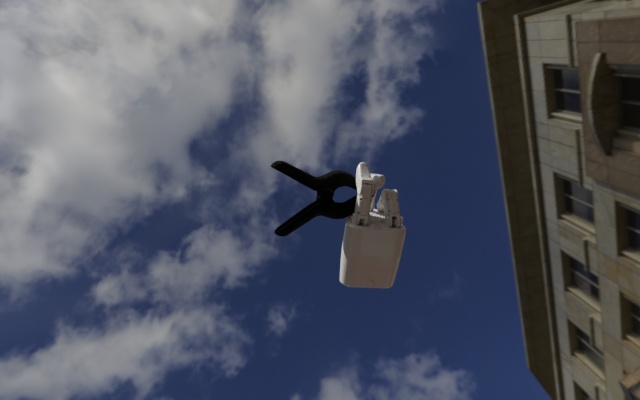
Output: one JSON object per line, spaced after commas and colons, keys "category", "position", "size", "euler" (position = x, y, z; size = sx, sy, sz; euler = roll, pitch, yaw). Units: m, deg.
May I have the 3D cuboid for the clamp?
{"category": "clamp", "position": [0.000, 0.002, 0.768], "size": [0.171, 0.120, 0.039], "euler": [5, 17, -11]}
